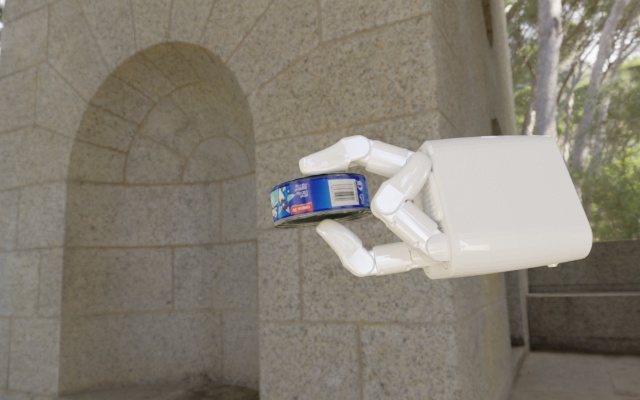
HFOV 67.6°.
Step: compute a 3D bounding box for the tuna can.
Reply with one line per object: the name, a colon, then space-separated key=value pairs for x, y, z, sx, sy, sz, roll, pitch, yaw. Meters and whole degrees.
tuna can: x=0.000 y=0.001 z=0.414 sx=0.086 sy=0.033 sz=0.086 roll=-8 pitch=-8 yaw=-1
